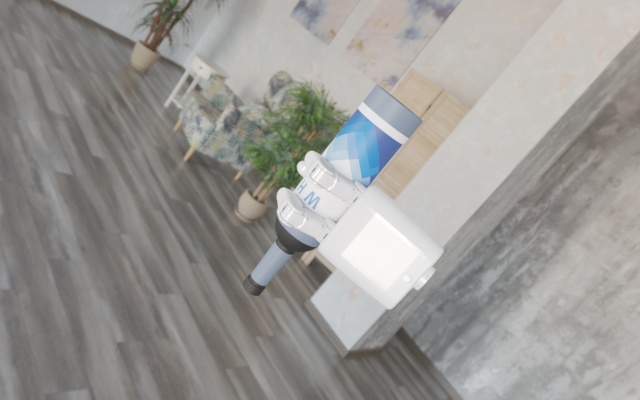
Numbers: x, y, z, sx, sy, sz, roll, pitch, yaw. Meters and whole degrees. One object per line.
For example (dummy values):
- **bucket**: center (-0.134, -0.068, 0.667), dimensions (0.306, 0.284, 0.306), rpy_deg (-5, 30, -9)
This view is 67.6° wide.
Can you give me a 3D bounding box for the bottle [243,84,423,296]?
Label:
- **bottle**: center (0.000, 0.002, 0.570), dimensions (0.069, 0.296, 0.069), rpy_deg (35, 16, -12)
